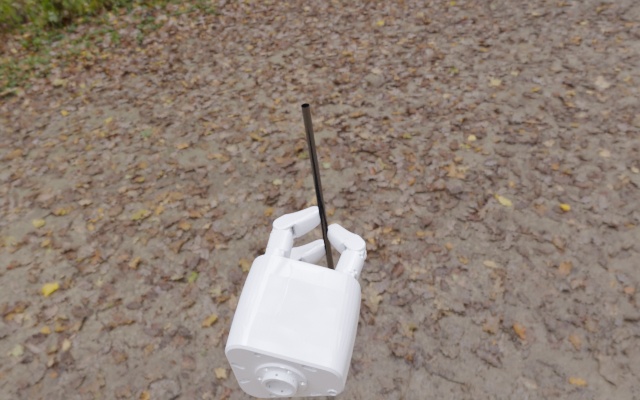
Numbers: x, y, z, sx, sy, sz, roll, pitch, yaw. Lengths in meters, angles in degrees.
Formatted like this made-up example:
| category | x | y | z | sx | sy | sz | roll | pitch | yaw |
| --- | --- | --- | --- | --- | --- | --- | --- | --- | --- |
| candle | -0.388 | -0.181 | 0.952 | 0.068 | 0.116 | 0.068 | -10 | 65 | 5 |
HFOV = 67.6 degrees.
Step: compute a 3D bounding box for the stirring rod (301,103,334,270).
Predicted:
| category | x | y | z | sx | sy | sz | roll | pitch | yaw |
| --- | --- | --- | --- | --- | --- | --- | --- | --- | --- |
| stirring rod | 0.000 | 0.002 | 0.525 | 0.011 | 0.240 | 0.011 | -5 | 40 | 4 |
